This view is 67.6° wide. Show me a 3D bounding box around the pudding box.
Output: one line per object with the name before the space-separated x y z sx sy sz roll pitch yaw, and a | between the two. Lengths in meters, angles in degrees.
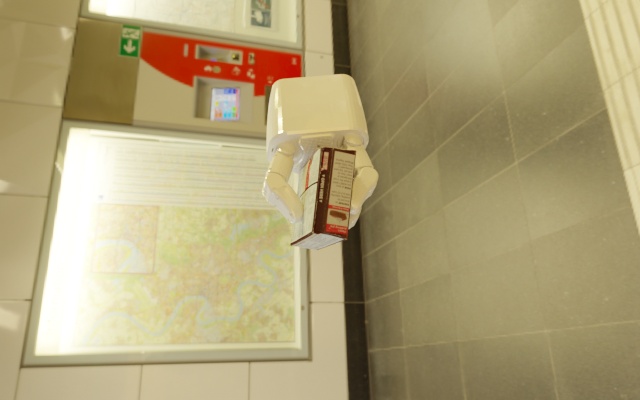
pudding box | 0.000 0.002 0.502 0.039 0.090 0.113 8 -13 -12
